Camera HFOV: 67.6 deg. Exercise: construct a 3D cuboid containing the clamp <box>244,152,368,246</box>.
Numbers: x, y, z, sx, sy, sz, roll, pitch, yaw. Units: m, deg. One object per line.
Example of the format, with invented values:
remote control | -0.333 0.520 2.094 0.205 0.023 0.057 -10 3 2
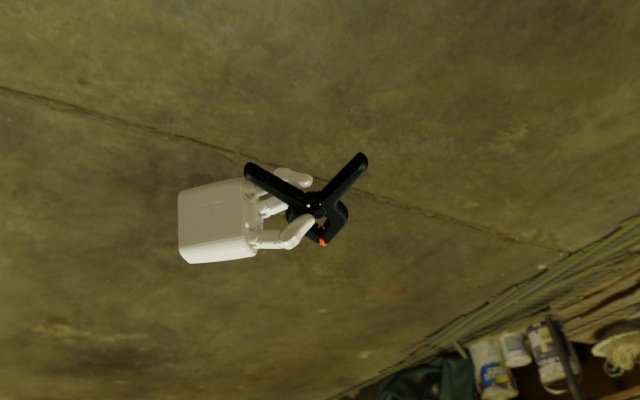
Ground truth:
clamp | 0.000 0.003 0.695 0.164 0.036 0.210 -8 -35 12
